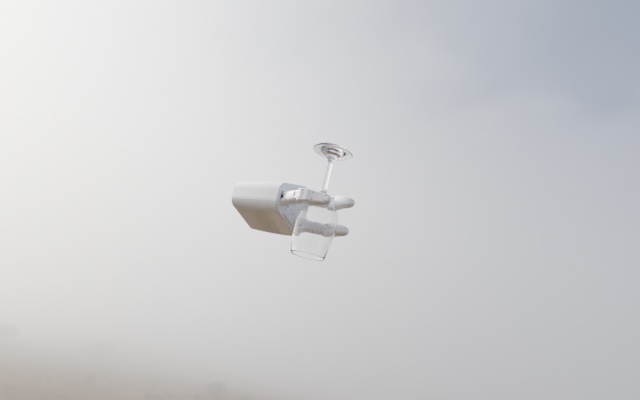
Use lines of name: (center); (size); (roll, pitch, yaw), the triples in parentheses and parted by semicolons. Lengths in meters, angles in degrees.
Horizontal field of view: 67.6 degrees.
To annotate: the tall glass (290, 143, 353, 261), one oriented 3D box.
tall glass: (0.000, 0.002, 0.852); (0.079, 0.201, 0.079); (12, -16, 4)
